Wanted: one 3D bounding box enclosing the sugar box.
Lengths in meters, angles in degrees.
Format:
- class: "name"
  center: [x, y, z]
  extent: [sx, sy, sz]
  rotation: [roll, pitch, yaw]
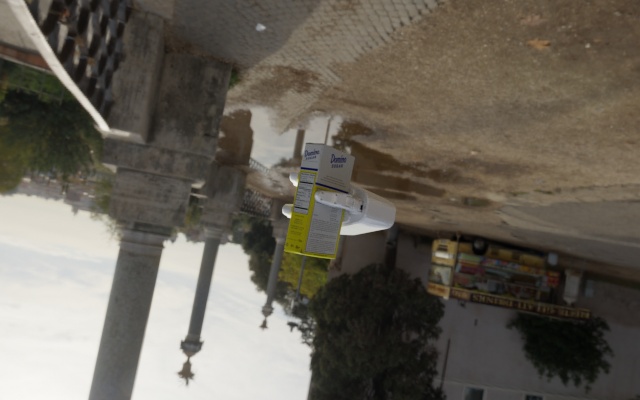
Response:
- class: "sugar box"
  center: [0.000, 0.003, 0.776]
  extent: [0.048, 0.176, 0.093]
  rotation: [6, -6, 38]
